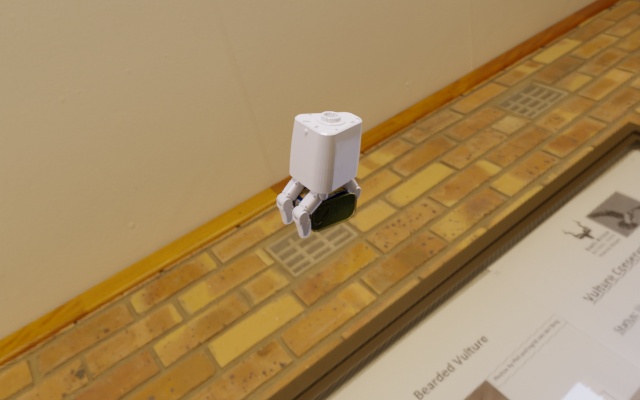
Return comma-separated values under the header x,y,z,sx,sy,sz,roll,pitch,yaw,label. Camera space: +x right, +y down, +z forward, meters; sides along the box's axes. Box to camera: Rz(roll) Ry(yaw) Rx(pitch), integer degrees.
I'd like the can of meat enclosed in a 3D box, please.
x,y,z,sx,sy,sz,roll,pitch,yaw,label
0.000,0.003,0.860,0.102,0.057,0.084,-20,39,-31,can of meat
